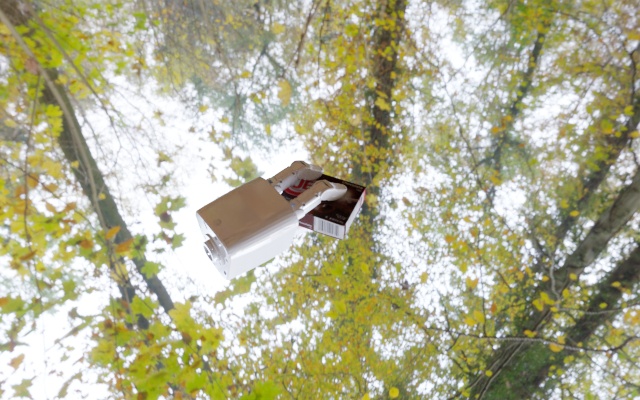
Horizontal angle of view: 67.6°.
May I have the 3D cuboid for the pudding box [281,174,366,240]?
[{"bbox_3d":[0.000,0.002,0.711,0.113,0.039,0.090,20,48,14],"label":"pudding box"}]
